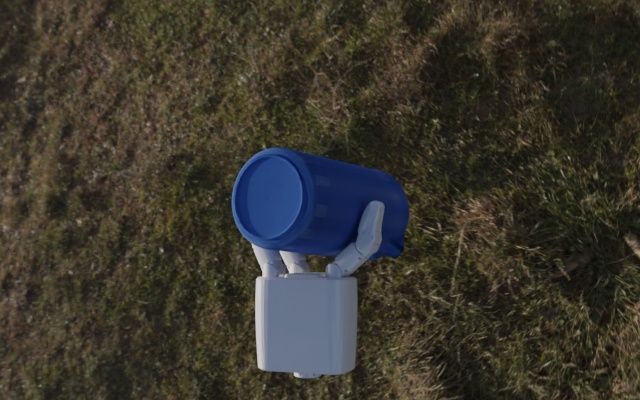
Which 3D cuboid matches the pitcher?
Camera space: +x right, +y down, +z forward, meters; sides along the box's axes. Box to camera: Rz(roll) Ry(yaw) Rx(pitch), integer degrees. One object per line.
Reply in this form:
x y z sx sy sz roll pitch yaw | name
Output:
0.000 0.002 0.596 0.149 0.145 0.243 -2 -7 30 | pitcher
